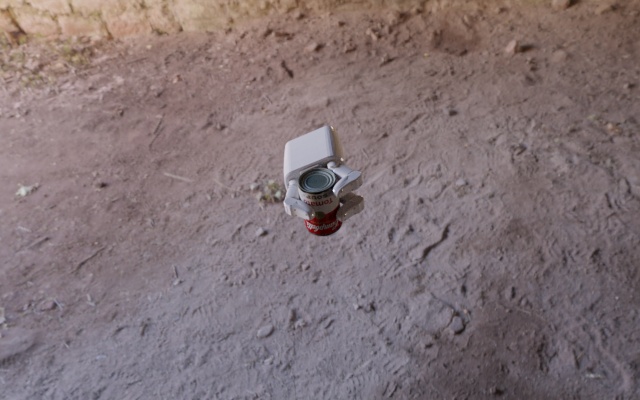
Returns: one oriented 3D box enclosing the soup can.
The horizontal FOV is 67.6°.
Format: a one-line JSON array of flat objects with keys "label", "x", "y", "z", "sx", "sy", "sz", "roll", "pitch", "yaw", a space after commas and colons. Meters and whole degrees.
[{"label": "soup can", "x": 0.000, "y": 0.003, "z": 0.824, "sx": 0.068, "sy": 0.102, "sz": 0.068, "roll": -5, "pitch": 42, "yaw": 5}]
